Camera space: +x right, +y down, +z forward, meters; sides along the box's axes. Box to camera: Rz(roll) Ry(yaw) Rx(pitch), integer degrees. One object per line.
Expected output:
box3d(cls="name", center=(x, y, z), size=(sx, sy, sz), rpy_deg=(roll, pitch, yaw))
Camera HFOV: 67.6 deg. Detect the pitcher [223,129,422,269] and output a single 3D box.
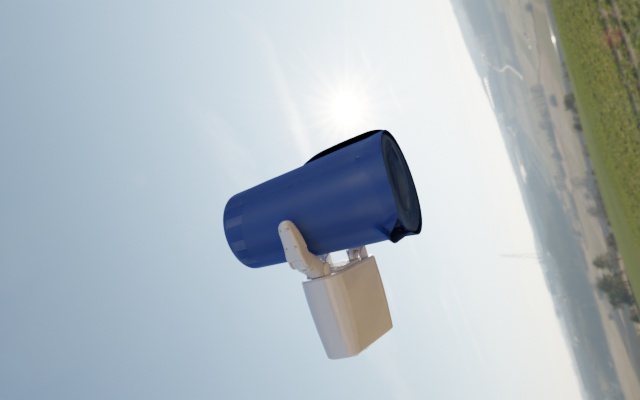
box3d(cls="pitcher", center=(0.000, 0.002, 0.625), size=(0.243, 0.145, 0.149), rpy_deg=(-18, 0, 22))
